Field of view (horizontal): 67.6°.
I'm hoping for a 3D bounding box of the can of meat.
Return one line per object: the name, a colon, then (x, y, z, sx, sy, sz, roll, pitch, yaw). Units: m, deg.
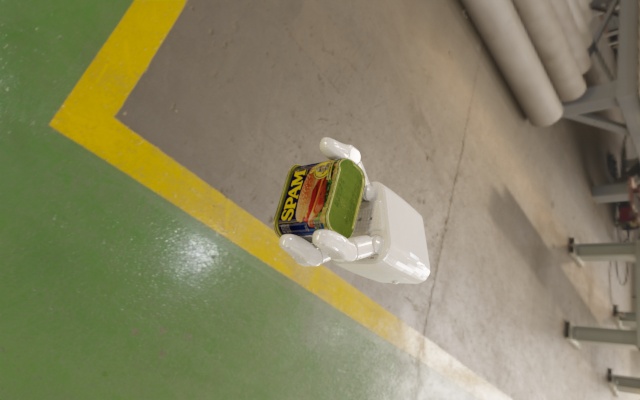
can of meat: (0.000, 0.002, 0.573, 0.084, 0.102, 0.057, -7, -31, 42)
